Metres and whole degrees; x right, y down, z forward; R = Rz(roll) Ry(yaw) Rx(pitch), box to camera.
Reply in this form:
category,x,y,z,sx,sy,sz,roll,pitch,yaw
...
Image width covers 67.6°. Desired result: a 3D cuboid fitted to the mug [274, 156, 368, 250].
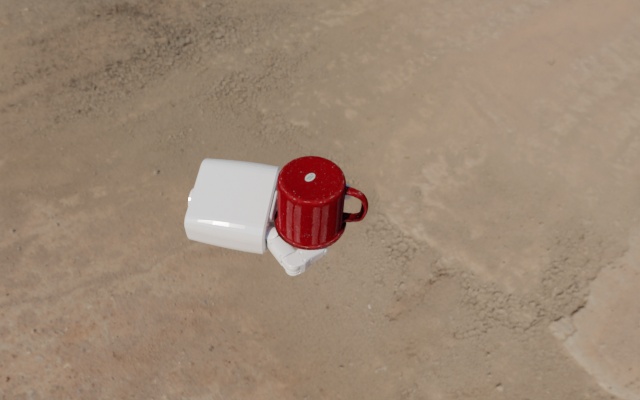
category,x,y,z,sx,sy,sz,roll,pitch,yaw
mug,0.002,0.002,0.584,0.117,0.093,0.082,8,-41,4
